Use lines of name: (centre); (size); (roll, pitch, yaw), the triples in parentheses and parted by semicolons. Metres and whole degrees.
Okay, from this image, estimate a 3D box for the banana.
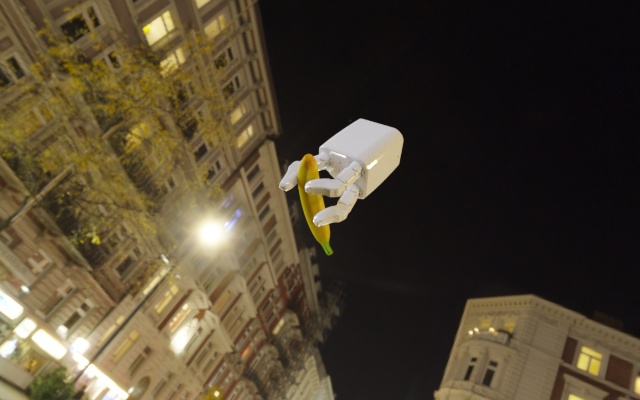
banana: (-0.009, -0.001, 0.830); (0.037, 0.198, 0.069); (-27, 33, -21)
